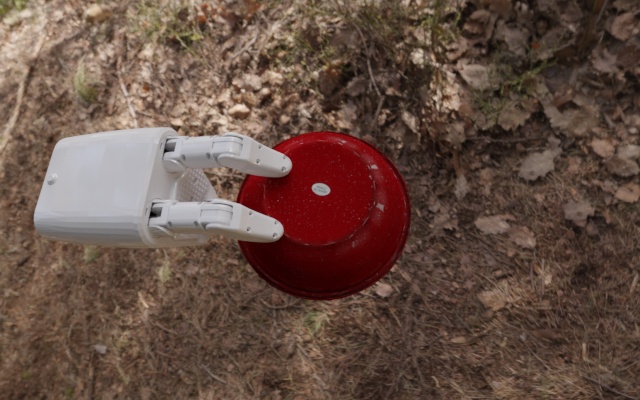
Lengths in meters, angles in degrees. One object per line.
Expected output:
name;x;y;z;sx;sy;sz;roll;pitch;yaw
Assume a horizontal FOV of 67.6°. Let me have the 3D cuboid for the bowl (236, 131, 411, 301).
bowl;0.001;0.001;0.411;0.162;0.162;0.055;0;-19;3
